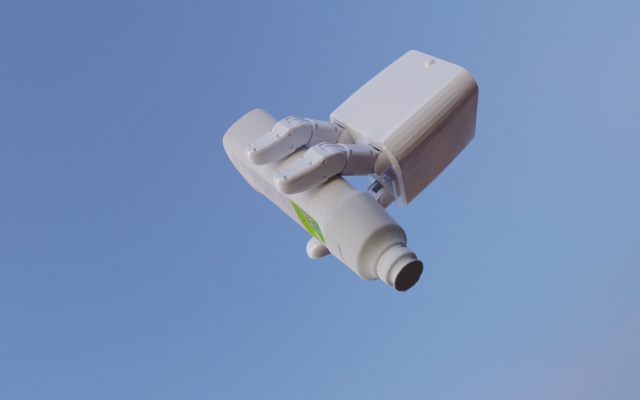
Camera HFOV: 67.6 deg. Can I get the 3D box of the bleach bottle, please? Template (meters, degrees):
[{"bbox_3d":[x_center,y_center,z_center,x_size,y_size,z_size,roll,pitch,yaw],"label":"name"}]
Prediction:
[{"bbox_3d":[0.000,0.001,0.439,0.250,0.068,0.103,41,-10,44],"label":"bleach bottle"}]
